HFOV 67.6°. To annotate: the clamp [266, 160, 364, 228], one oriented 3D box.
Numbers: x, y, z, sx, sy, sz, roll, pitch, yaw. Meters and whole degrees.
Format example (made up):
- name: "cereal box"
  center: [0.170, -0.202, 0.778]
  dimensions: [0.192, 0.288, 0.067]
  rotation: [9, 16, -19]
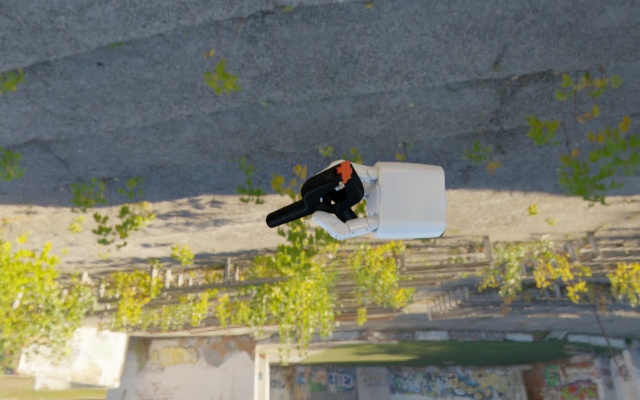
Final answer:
- name: "clamp"
  center: [0.000, 0.003, 0.734]
  dimensions: [0.164, 0.036, 0.210]
  rotation: [0, -25, -8]
